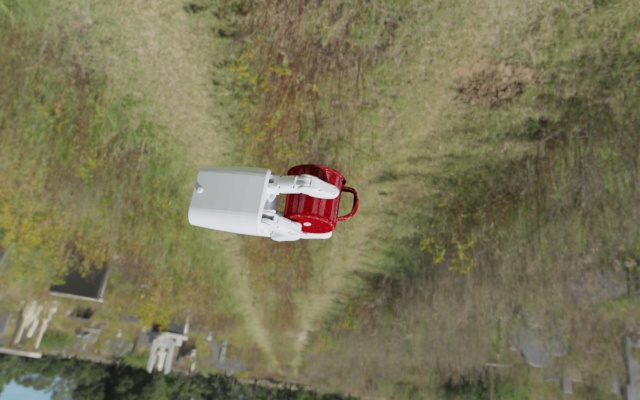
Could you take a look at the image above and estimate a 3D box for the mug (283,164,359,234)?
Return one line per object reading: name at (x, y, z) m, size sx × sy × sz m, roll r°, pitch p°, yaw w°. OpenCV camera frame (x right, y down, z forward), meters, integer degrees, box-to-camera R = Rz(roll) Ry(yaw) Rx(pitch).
mug at (0.002, 0.003, 0.729) m, size 0.117 × 0.081 × 0.093 m, roll 6°, pitch -22°, yaw 7°
